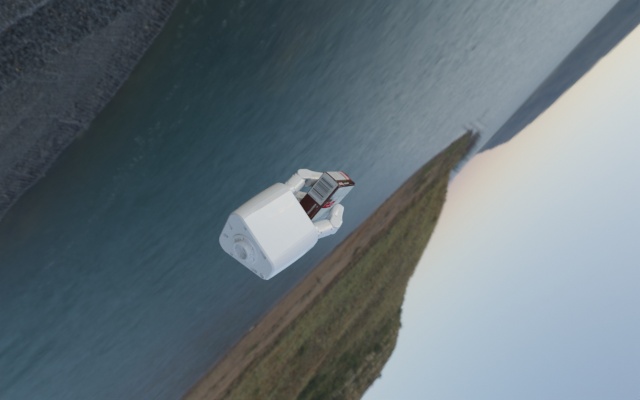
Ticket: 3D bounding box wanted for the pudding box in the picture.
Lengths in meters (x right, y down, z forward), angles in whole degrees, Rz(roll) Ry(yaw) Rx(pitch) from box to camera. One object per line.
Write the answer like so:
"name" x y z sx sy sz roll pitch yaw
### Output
"pudding box" 0.000 0.003 0.810 0.039 0.113 0.090 45 17 11
